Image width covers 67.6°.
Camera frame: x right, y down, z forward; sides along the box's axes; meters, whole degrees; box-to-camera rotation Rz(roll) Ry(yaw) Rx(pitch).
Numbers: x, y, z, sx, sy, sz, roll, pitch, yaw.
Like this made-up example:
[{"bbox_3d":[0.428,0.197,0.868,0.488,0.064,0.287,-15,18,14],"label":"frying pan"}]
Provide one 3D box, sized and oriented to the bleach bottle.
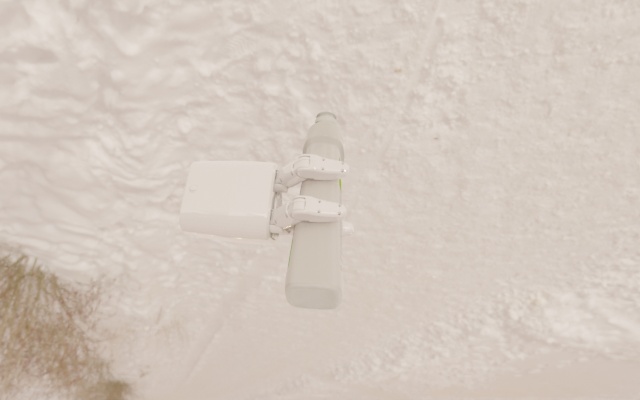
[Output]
[{"bbox_3d":[0.000,0.002,0.604,0.068,0.250,0.103,3,-27,1],"label":"bleach bottle"}]
